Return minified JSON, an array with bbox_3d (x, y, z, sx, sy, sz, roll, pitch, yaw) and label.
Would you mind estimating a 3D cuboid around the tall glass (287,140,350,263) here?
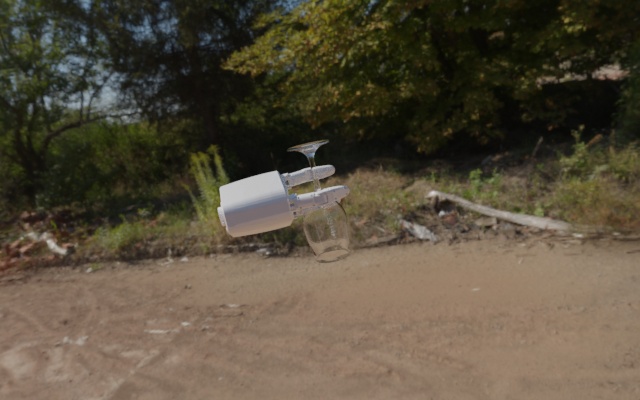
[{"bbox_3d":[0.000,0.002,0.815,0.079,0.201,0.079,-12,11,2],"label":"tall glass"}]
